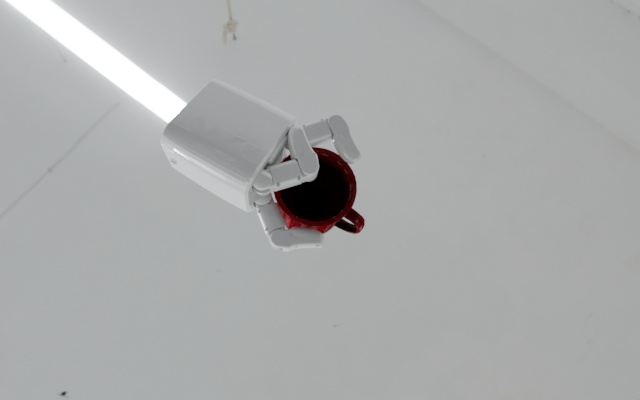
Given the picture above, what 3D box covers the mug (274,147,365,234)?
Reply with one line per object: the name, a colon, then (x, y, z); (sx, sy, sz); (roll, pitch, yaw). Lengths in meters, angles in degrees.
mug: (0.001, 0.003, 0.563); (0.117, 0.093, 0.081); (31, -18, 3)
